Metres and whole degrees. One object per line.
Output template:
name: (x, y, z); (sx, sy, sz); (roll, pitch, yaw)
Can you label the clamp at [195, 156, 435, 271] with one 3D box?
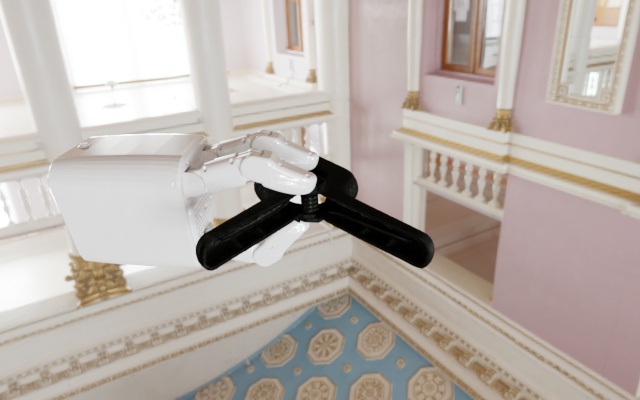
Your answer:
clamp: (0.000, 0.002, 0.408); (0.164, 0.036, 0.210); (4, 23, 0)
